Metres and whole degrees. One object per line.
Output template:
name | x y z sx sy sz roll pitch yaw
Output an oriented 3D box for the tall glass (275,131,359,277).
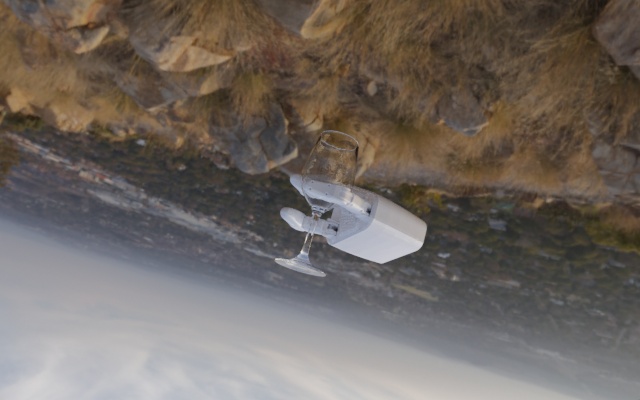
tall glass | 0.000 0.003 0.687 0.079 0.201 0.079 16 -15 4
